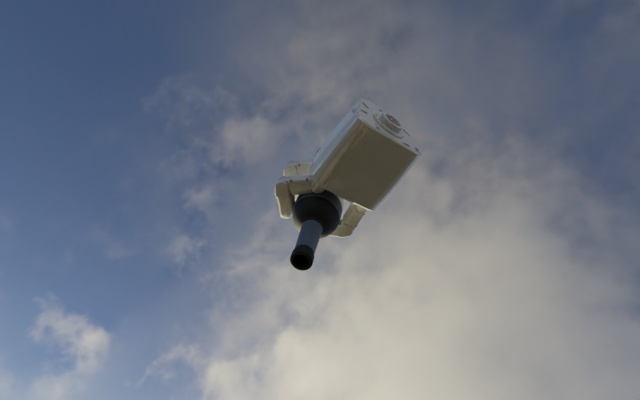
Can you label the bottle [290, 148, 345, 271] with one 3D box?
[{"bbox_3d":[0.000,0.002,0.683,0.069,0.069,0.295,0,28,10],"label":"bottle"}]
